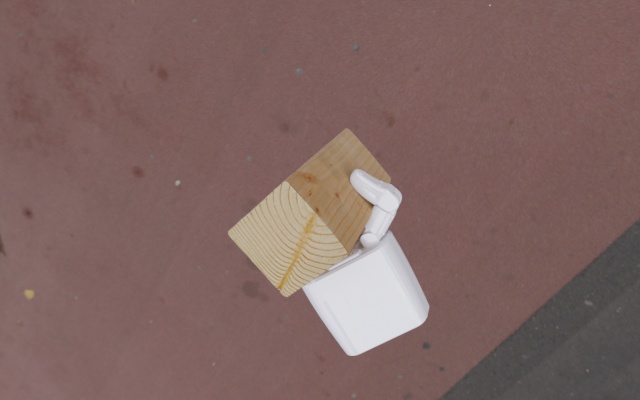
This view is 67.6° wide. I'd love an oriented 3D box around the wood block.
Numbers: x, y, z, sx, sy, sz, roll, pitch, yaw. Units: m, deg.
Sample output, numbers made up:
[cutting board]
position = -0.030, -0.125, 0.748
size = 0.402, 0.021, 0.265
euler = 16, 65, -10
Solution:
[wood block]
position = 0.001, 0.002, 0.533
size = 0.091, 0.090, 0.206
euler = -38, 5, 28
